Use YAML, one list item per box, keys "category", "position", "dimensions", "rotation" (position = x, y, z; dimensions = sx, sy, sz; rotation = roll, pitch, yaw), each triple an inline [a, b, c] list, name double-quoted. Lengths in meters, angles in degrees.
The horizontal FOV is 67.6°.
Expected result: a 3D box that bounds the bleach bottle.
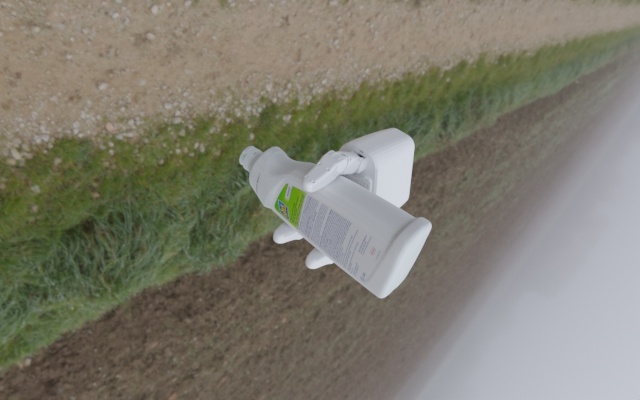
- category: "bleach bottle"
  position: [0.000, 0.002, 0.566]
  dimensions: [0.250, 0.103, 0.068]
  rotation: [36, 39, 23]
